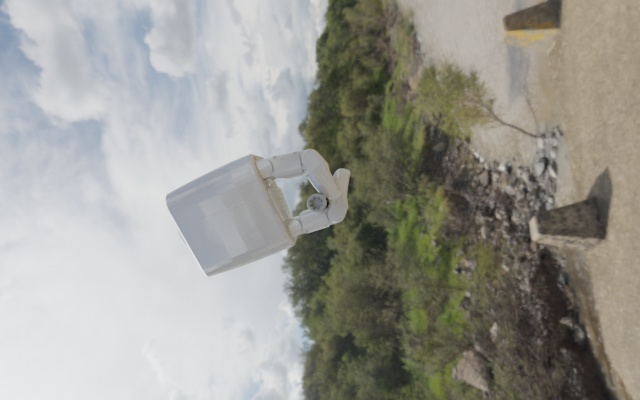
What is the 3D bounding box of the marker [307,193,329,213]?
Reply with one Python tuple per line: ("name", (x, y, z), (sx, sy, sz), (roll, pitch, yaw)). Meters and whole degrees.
("marker", (0.000, 0.002, 0.522), (0.020, 0.020, 0.121), (0, 1, 4))
